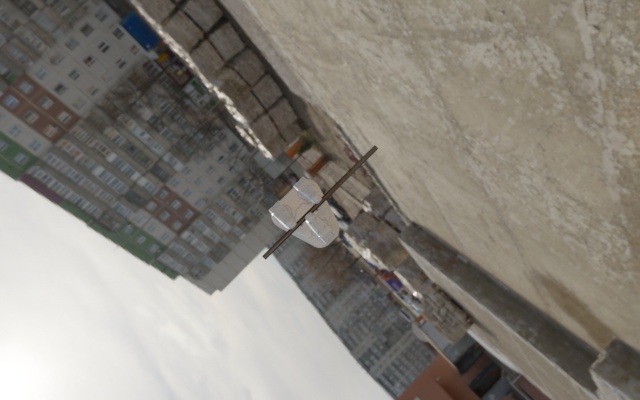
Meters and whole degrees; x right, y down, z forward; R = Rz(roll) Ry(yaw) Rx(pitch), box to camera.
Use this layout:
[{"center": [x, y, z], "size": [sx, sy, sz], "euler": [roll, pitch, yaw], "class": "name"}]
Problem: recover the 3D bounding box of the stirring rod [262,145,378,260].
[{"center": [0.000, 0.002, 0.726], "size": [0.239, 0.011, 0.011], "euler": [-45, -3, -3], "class": "stirring rod"}]
